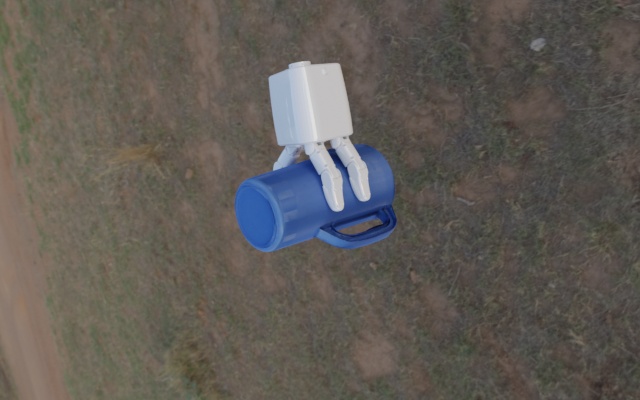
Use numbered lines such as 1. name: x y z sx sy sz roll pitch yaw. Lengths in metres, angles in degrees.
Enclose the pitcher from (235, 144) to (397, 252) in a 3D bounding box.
1. pitcher: 0.000 0.002 0.738 0.243 0.145 0.149 -18 16 -42
